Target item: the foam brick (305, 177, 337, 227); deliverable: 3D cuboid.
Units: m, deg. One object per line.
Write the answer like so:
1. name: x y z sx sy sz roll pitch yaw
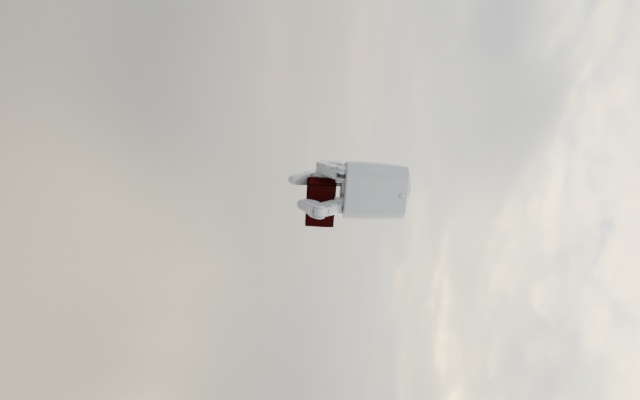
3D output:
1. foam brick: 0.000 0.003 0.835 0.051 0.078 0.053 3 18 -1
